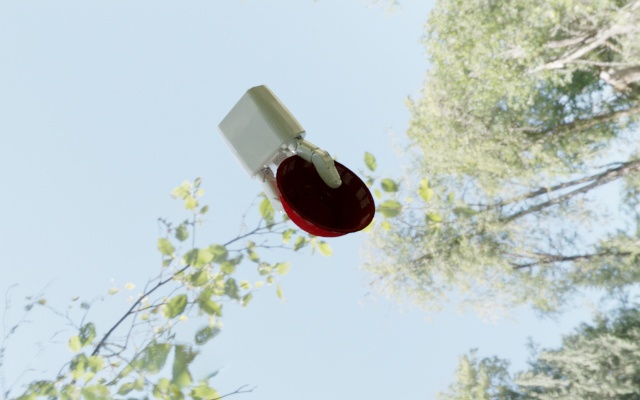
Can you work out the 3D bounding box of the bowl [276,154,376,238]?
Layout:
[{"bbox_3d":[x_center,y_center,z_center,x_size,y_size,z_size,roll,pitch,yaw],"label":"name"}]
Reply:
[{"bbox_3d":[0.001,0.004,0.724,0.162,0.162,0.055,0,-42,-32],"label":"bowl"}]
